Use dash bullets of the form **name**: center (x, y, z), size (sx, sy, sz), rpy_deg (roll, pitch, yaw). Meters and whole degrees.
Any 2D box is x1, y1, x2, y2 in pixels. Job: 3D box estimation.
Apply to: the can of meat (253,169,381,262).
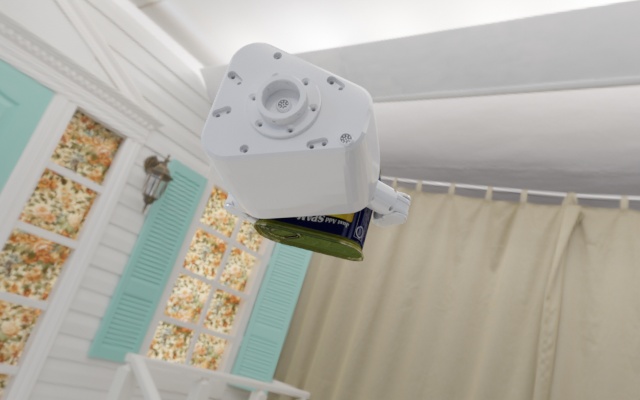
- **can of meat**: center (0.000, 0.001, 0.445), size (0.102, 0.084, 0.057), rpy_deg (12, -18, 14)
